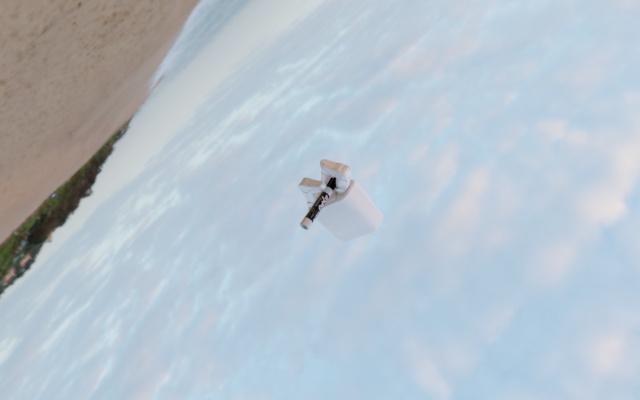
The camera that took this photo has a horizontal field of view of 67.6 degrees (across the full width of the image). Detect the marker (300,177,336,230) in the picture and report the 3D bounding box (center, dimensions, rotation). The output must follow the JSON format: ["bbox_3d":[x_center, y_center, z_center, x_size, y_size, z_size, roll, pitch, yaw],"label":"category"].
[{"bbox_3d":[0.000,0.003,0.886,0.020,0.121,0.020,26,-28,15],"label":"marker"}]
